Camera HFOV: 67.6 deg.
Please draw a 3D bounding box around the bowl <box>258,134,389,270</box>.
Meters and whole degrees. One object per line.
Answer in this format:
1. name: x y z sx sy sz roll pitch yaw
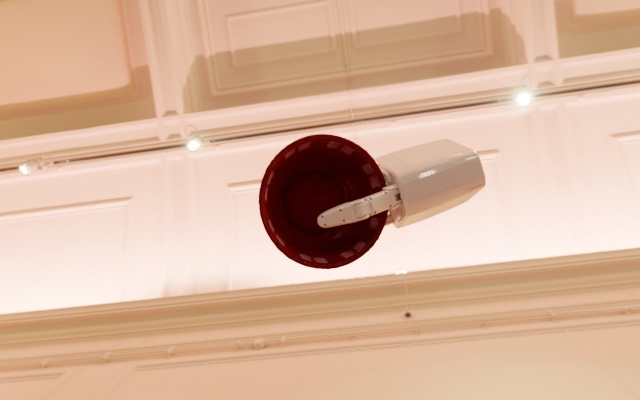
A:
1. bowl: -0.001 0.002 0.592 0.162 0.162 0.055 0 -2 -16
